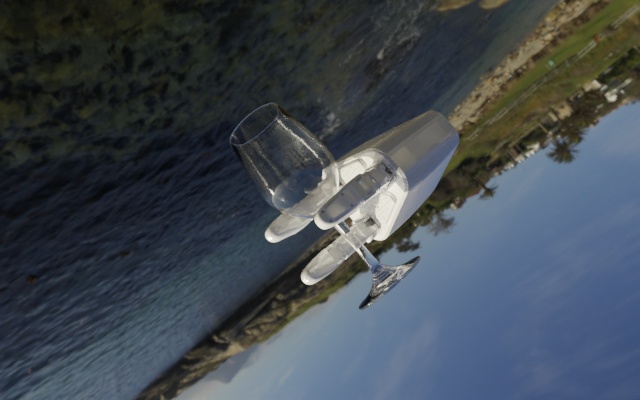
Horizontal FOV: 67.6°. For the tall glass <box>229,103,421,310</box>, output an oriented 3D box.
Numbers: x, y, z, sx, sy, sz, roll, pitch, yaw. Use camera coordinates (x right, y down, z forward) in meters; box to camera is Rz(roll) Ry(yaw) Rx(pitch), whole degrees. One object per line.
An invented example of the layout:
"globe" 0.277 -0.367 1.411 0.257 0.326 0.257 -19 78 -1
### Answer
"tall glass" 0.000 0.002 0.451 0.079 0.201 0.079 -40 -6 -5
